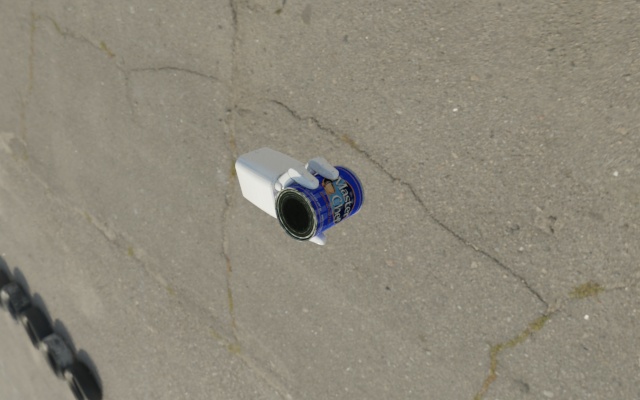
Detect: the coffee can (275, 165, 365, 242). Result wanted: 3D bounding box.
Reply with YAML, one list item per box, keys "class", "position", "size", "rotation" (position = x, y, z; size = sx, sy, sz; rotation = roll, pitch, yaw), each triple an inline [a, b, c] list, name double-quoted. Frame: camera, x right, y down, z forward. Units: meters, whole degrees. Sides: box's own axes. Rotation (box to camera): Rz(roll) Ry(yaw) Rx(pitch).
- class: "coffee can"
  position: [0.000, 0.003, 0.886]
  size: [0.103, 0.103, 0.140]
  rotation: [0, 19, 44]
